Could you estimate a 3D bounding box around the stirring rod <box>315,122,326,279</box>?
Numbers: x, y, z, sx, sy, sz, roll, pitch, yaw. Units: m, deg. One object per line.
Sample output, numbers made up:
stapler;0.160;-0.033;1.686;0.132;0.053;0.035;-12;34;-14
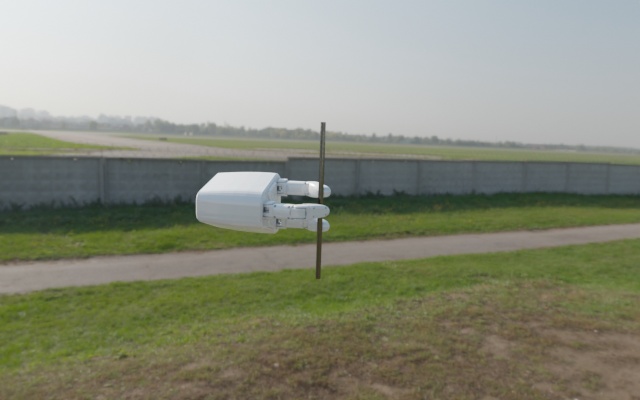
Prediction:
stirring rod;0.000;0.002;0.728;0.011;0.239;0.011;2;8;0
